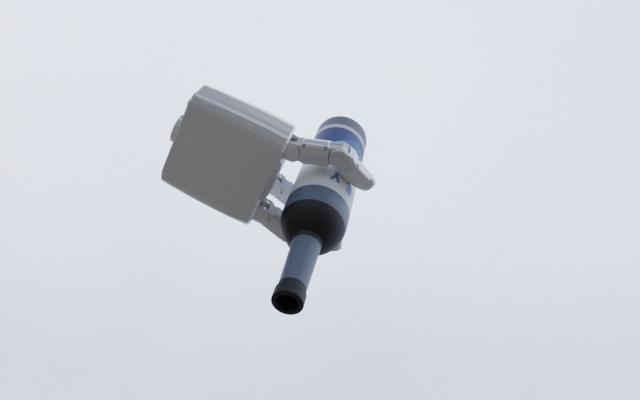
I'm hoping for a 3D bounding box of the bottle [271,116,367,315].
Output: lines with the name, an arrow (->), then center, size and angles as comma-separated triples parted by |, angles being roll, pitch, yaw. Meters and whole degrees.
bottle -> 0.000, 0.002, 0.503 | 0.069, 0.069, 0.295 | 0, 34, 13
